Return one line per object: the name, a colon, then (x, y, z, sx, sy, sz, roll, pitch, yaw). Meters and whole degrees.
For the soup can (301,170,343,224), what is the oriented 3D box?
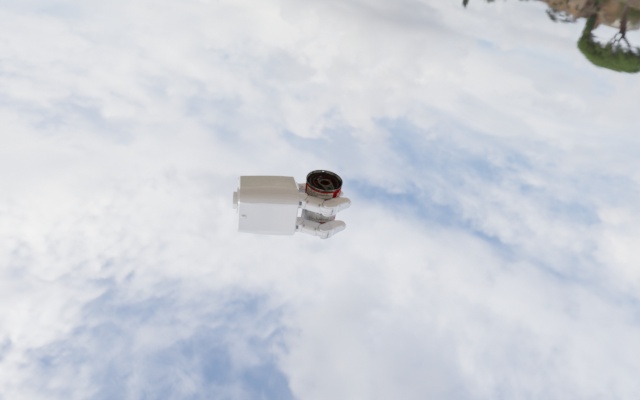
soup can: (0.001, 0.003, 0.896, 0.068, 0.102, 0.068, 7, 36, -5)
